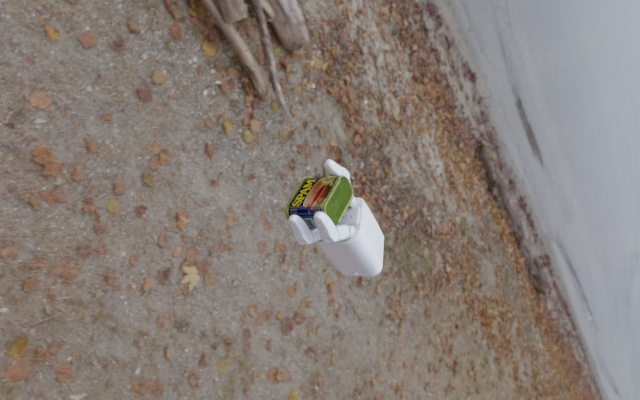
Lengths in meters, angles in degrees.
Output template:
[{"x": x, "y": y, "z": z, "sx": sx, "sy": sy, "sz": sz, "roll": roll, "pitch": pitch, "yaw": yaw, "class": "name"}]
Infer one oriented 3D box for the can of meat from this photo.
[{"x": 0.000, "y": 0.003, "z": 0.831, "sx": 0.084, "sy": 0.057, "sz": 0.102, "roll": -3, "pitch": 42, "yaw": 37, "class": "can of meat"}]
